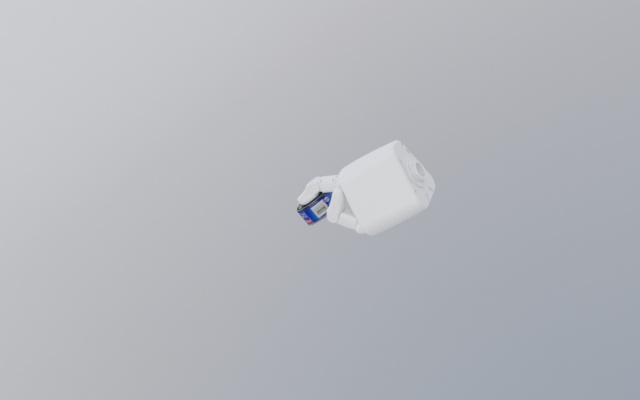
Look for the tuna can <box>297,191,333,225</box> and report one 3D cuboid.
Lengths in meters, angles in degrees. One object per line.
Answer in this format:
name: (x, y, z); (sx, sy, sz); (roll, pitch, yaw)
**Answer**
tuna can: (0.000, 0.002, 0.833); (0.086, 0.034, 0.086); (-38, 12, 10)
